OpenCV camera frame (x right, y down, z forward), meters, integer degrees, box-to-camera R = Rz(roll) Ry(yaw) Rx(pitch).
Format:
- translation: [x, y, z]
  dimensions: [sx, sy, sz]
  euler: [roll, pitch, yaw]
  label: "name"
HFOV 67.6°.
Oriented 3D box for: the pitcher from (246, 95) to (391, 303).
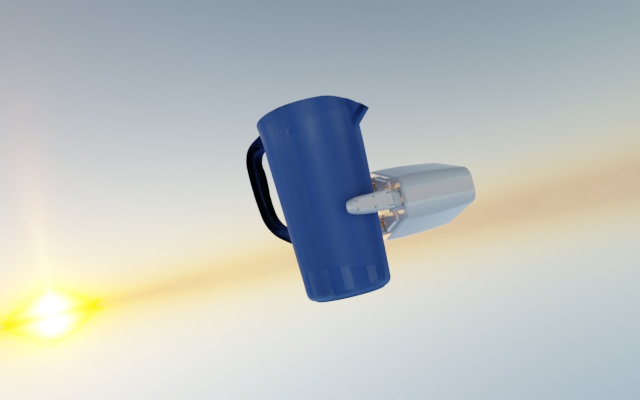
- translation: [0.000, 0.002, 0.613]
  dimensions: [0.145, 0.243, 0.149]
  euler: [-12, -6, -18]
  label: "pitcher"
